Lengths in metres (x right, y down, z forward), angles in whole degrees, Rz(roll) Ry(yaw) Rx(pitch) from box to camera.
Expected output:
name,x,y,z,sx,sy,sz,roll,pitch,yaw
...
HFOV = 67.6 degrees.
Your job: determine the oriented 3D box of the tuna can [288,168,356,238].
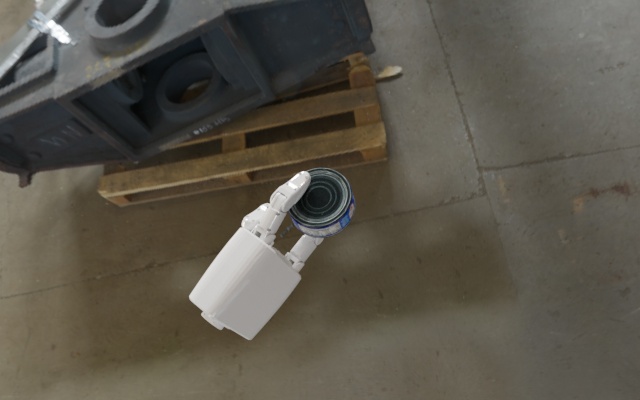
name,x,y,z,sx,sy,sz,roll,pitch,yaw
tuna can,0.000,0.002,0.606,0.086,0.086,0.034,0,-27,12
